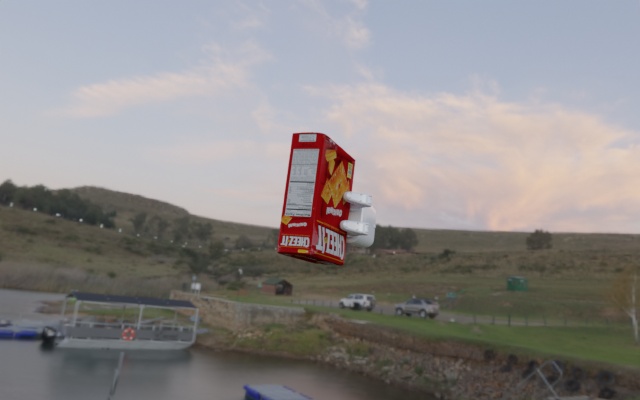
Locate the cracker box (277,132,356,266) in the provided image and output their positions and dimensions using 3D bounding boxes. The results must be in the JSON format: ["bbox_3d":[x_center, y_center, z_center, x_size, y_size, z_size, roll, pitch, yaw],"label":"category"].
[{"bbox_3d":[0.000,0.003,0.870,0.072,0.213,0.164,1,-12,24],"label":"cracker box"}]
